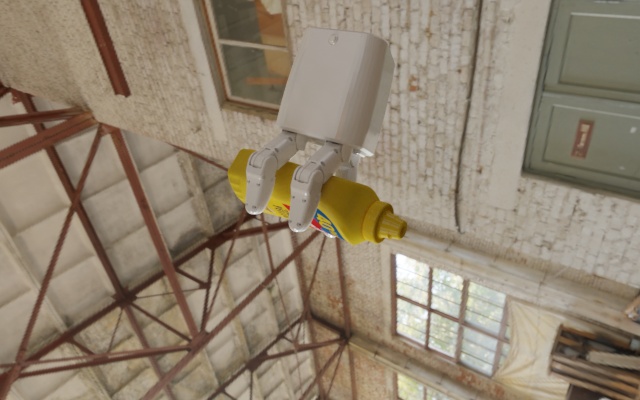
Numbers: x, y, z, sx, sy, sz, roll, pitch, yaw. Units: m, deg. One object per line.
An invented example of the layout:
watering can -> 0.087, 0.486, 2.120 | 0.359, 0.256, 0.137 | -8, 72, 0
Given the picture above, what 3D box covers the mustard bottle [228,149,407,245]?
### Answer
mustard bottle -> 0.000, 0.002, 0.495 | 0.191, 0.058, 0.096 | 18, -20, 31
